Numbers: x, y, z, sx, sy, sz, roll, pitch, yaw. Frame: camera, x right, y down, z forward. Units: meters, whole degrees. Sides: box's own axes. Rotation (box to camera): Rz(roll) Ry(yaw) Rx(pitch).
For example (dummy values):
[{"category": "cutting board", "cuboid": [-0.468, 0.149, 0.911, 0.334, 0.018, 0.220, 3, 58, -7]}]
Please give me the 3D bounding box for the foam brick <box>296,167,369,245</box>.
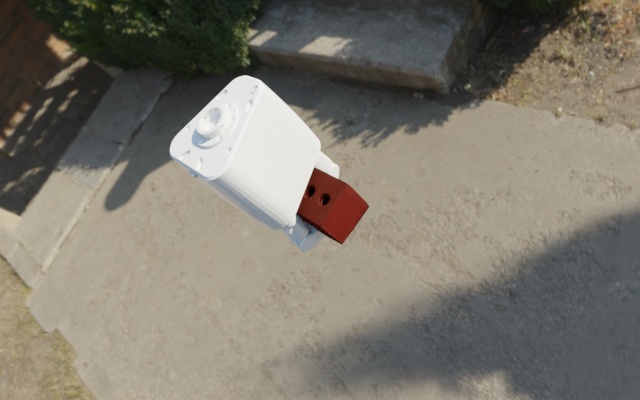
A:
[{"category": "foam brick", "cuboid": [0.000, 0.002, 0.509, 0.078, 0.053, 0.051, 28, -9, 39]}]
